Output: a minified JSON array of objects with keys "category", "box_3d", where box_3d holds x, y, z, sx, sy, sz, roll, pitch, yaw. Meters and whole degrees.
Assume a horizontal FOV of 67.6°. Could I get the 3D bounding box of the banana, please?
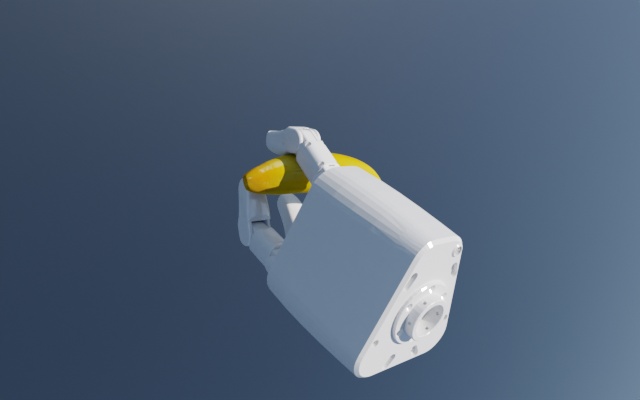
[{"category":"banana","box_3d":[0.013,-0.012,0.452,0.037,0.069,0.198,45,13,35]}]
